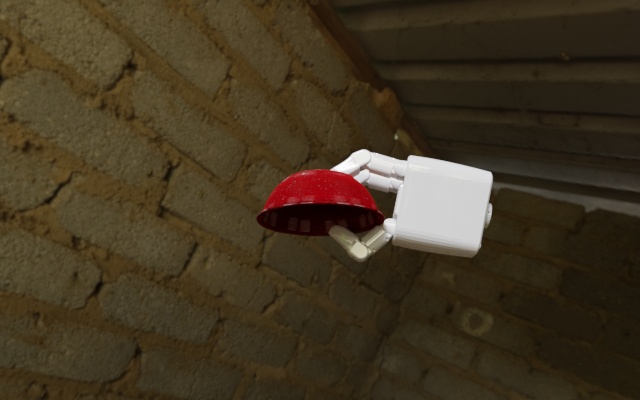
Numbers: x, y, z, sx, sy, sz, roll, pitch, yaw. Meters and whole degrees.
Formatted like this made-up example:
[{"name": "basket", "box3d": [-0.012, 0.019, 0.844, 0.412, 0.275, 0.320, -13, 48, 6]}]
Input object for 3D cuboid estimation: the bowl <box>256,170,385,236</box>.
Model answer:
[{"name": "bowl", "box3d": [-0.001, 0.002, 0.609, 0.162, 0.055, 0.162, -1, -17, 0]}]
